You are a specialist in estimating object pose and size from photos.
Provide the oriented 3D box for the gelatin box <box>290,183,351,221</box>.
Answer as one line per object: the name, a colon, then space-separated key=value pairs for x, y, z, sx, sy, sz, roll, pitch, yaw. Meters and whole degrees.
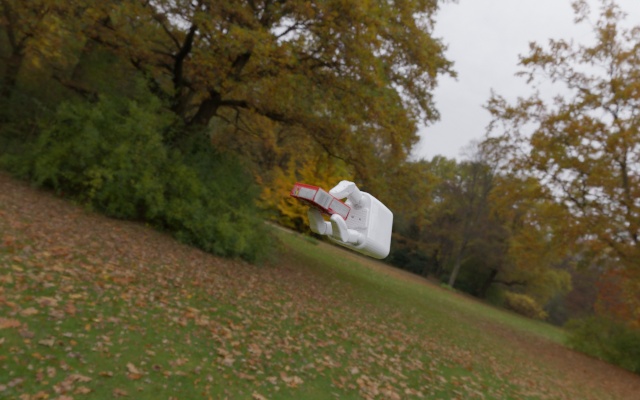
gelatin box: x=0.000 y=0.002 z=0.865 sx=0.089 sy=0.030 sz=0.073 roll=32 pitch=-11 yaw=-38
